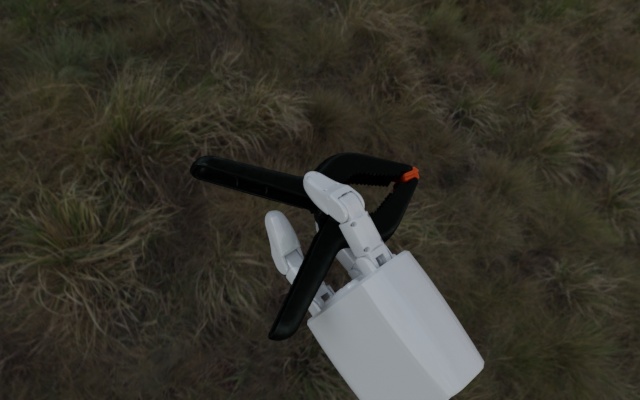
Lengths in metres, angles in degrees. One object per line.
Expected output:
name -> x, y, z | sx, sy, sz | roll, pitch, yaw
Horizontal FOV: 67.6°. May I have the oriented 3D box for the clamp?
clamp -> 0.001, 0.001, 0.428 | 0.210, 0.164, 0.036 | -28, -11, -31
